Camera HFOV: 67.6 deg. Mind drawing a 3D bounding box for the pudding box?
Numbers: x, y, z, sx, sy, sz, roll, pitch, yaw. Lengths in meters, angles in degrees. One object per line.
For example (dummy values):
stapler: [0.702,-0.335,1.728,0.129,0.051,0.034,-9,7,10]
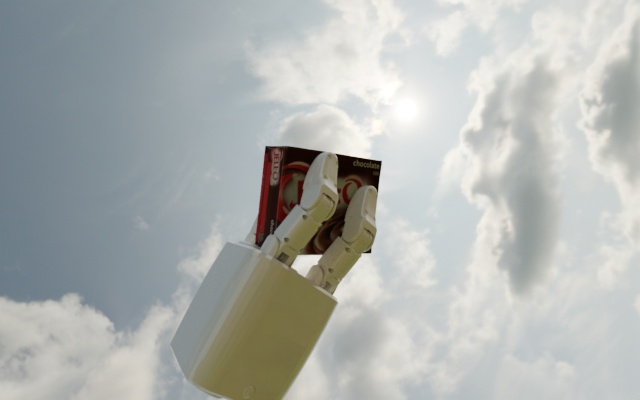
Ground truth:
pudding box: [0.000,0.001,0.429,0.113,0.090,0.039,4,5,-40]
